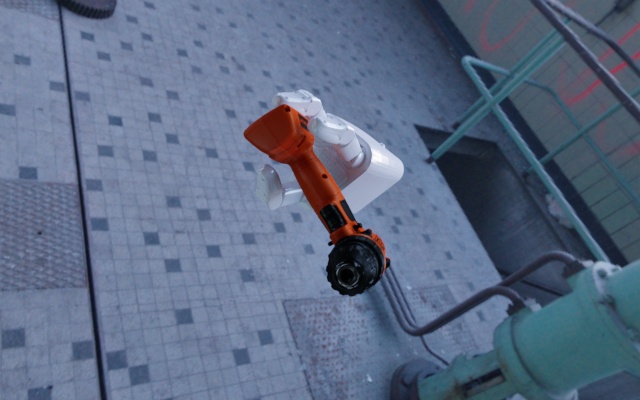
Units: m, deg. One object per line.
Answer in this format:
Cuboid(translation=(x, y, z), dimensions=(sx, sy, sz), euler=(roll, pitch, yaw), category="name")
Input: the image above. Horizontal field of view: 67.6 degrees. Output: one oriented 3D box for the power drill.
Cuboid(translation=(0.000, 0.001, 0.465), dimensions=(0.057, 0.187, 0.184), euler=(-31, -5, 7), category="power drill")
